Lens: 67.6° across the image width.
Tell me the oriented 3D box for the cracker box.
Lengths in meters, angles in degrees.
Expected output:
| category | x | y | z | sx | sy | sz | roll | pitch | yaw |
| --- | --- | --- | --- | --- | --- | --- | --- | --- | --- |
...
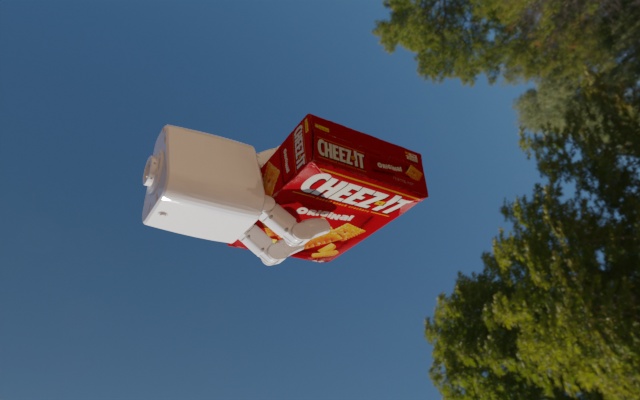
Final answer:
| category | x | y | z | sx | sy | sz | roll | pitch | yaw |
| --- | --- | --- | --- | --- | --- | --- | --- | --- | --- |
| cracker box | 0.000 | 0.002 | 0.597 | 0.164 | 0.072 | 0.214 | 14 | -35 | -30 |
